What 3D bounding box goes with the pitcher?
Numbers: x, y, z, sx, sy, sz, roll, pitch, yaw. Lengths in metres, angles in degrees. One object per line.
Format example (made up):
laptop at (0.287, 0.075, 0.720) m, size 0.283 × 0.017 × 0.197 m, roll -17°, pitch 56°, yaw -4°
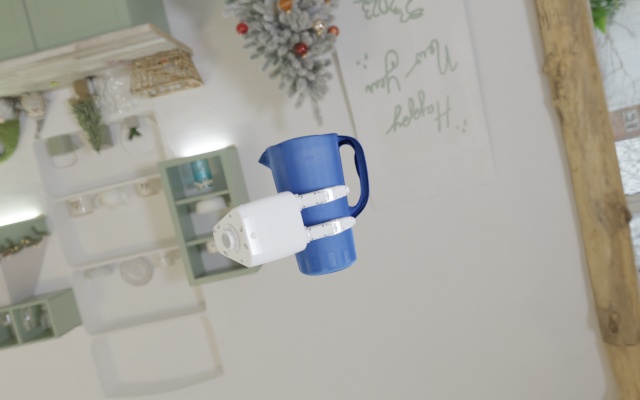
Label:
pitcher at (0.000, 0.003, 0.857) m, size 0.145 × 0.243 × 0.149 m, roll -17°, pitch 6°, yaw -41°
